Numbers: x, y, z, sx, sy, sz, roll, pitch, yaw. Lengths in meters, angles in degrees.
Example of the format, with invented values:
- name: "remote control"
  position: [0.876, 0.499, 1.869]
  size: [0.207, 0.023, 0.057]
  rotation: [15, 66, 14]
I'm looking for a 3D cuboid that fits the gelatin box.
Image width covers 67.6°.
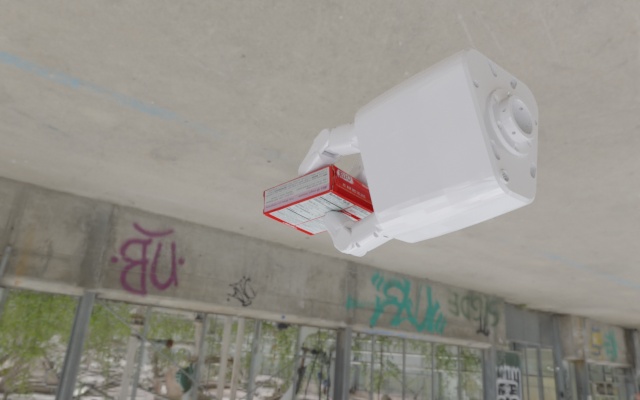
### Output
- name: "gelatin box"
  position: [0.000, 0.002, 0.467]
  size: [0.089, 0.030, 0.073]
  rotation: [-20, -31, 35]
